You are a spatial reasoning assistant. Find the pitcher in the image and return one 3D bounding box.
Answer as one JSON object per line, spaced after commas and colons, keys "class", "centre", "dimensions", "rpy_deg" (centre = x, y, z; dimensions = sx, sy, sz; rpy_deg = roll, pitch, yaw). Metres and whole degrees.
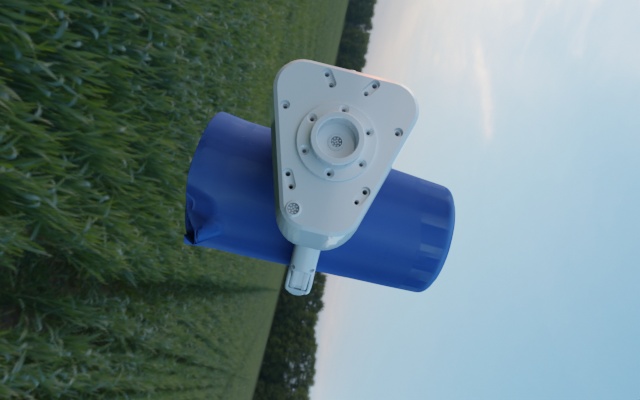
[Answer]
{"class": "pitcher", "centre": [0.000, 0.002, 0.475], "dimensions": [0.243, 0.149, 0.145], "rpy_deg": [15, -9, -1]}
